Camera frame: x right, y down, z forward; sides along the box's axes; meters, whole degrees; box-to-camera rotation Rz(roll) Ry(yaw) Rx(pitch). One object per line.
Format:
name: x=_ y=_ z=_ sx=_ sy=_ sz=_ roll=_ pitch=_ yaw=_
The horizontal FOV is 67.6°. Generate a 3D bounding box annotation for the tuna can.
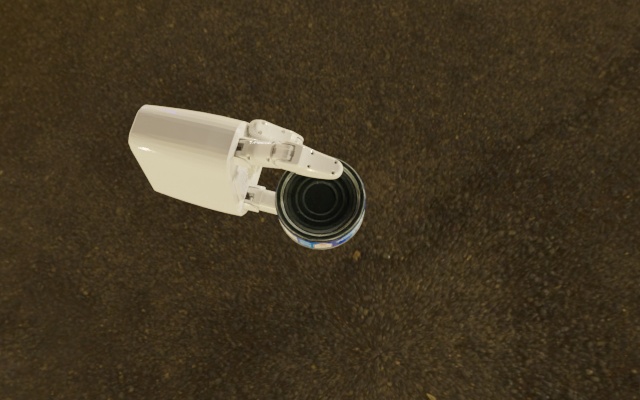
tuna can: x=0.000 y=0.001 z=0.451 sx=0.086 sy=0.086 sz=0.034 roll=0 pitch=-16 yaw=1
